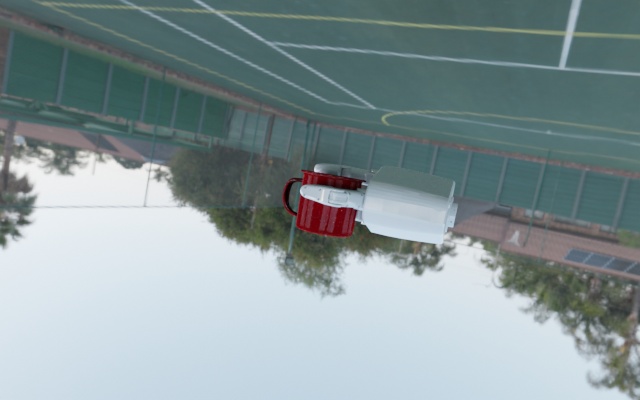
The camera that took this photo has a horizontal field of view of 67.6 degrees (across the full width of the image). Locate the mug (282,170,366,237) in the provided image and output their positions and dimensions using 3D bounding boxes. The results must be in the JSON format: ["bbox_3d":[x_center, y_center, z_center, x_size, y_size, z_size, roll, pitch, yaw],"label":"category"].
[{"bbox_3d":[-0.001,0.002,0.671,0.117,0.081,0.093,11,4,17],"label":"mug"}]
